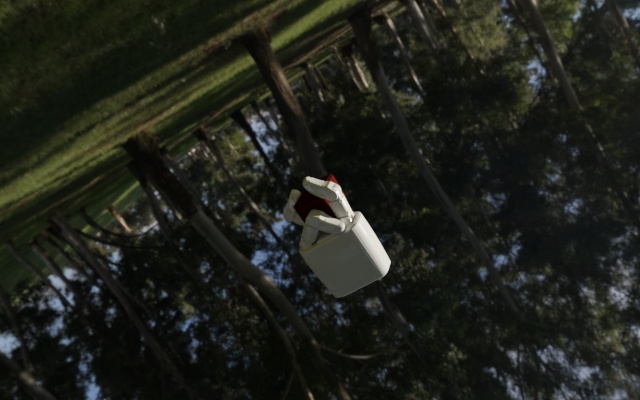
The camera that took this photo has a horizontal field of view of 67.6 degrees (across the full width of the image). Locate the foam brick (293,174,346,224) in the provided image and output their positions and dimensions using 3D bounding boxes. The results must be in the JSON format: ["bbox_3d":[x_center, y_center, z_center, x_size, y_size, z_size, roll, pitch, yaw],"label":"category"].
[{"bbox_3d":[0.000,0.002,0.789,0.053,0.051,0.078,-23,21,32],"label":"foam brick"}]
